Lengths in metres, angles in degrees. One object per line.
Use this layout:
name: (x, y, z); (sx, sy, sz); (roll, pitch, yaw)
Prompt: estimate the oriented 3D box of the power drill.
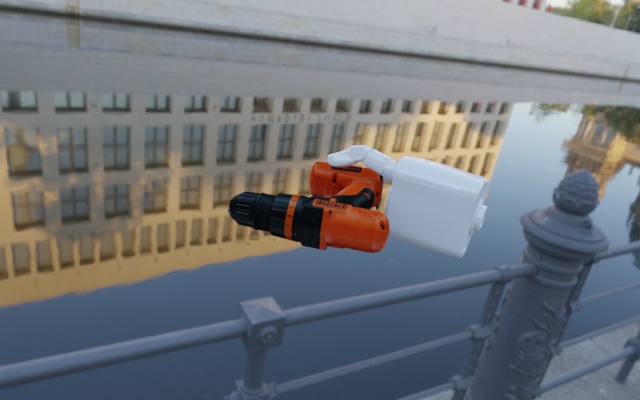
power drill: (0.000, 0.002, 0.599); (0.184, 0.057, 0.187); (12, 22, 10)
